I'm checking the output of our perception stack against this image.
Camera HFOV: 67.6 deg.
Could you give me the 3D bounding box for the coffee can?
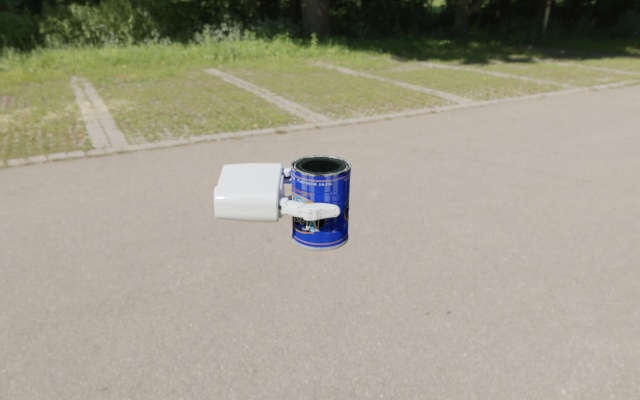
[{"bbox_3d":[0.000,0.003,0.834,0.103,0.140,0.102,0,23,0],"label":"coffee can"}]
